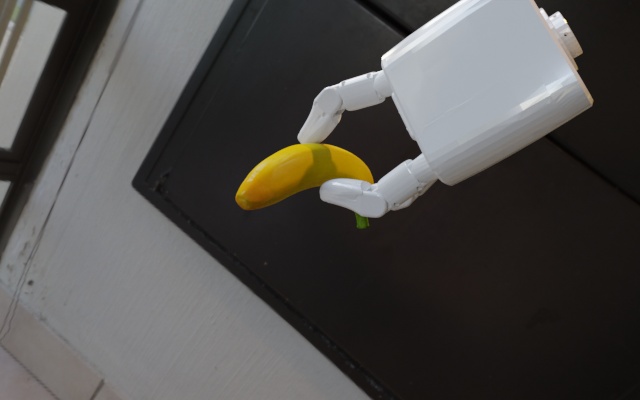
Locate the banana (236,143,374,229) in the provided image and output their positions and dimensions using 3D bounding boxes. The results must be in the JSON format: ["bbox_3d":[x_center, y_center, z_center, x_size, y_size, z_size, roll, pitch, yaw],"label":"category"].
[{"bbox_3d":[0.002,-0.017,0.420,0.037,0.069,0.198,-5,-10,34],"label":"banana"}]
